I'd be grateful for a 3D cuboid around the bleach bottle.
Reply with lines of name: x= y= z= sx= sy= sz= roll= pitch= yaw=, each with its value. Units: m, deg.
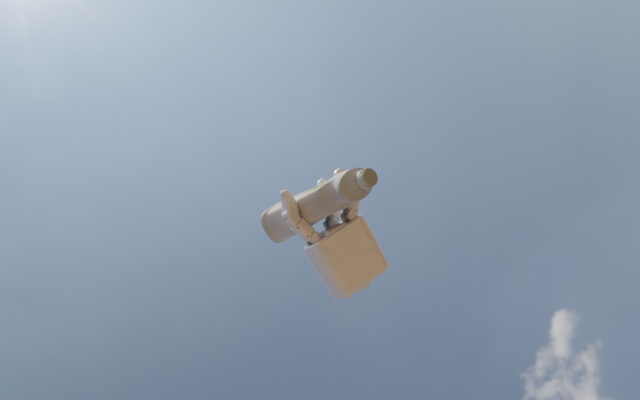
bleach bottle: x=0.000 y=0.003 z=0.806 sx=0.102 sy=0.068 sz=0.251 roll=-33 pitch=4 yaw=-38
